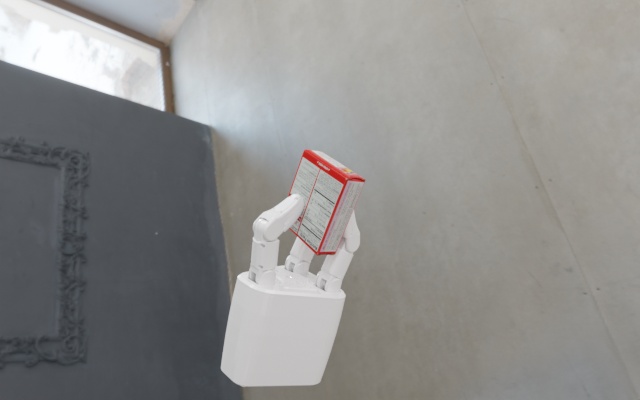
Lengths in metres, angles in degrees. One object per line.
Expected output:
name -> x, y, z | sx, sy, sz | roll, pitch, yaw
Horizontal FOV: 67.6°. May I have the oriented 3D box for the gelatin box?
gelatin box -> 0.000, 0.001, 0.497 | 0.030, 0.089, 0.073 | 2, 25, -42
